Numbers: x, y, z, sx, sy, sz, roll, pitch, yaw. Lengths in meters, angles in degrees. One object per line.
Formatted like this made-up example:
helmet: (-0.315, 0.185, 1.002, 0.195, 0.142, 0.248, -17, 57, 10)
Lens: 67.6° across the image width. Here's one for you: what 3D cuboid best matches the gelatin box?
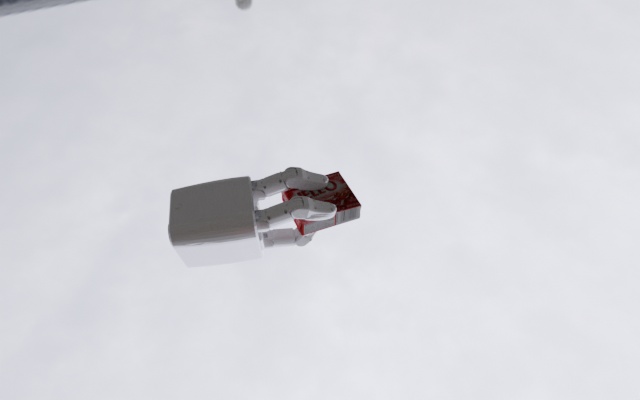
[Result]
gelatin box: (0.000, 0.002, 0.646, 0.089, 0.030, 0.073, -16, 48, -17)
